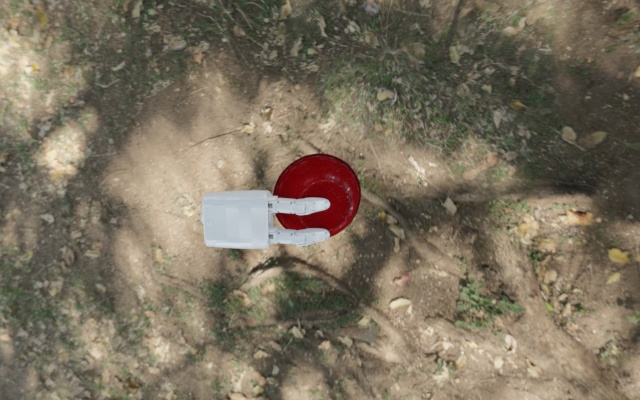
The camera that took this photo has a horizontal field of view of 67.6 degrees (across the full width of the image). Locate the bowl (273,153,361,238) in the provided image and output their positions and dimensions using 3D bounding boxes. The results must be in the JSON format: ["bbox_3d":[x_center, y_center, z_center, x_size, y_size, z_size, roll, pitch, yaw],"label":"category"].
[{"bbox_3d":[0.001,0.002,0.827,0.162,0.162,0.055,0,17,-13],"label":"bowl"}]
